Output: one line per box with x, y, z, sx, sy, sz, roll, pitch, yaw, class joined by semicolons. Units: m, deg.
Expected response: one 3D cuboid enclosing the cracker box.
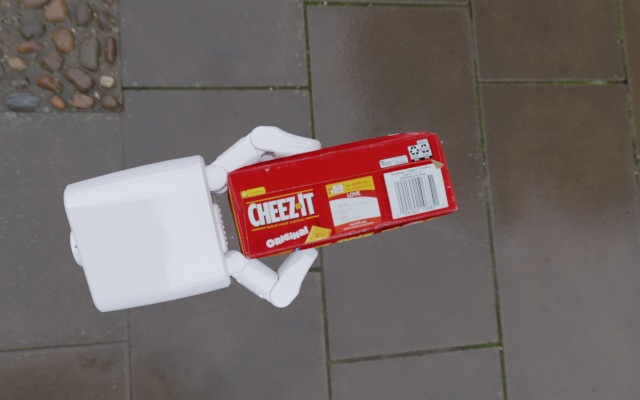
0.000;0.002;0.444;0.164;0.072;0.214;-13;-2;-11;cracker box
